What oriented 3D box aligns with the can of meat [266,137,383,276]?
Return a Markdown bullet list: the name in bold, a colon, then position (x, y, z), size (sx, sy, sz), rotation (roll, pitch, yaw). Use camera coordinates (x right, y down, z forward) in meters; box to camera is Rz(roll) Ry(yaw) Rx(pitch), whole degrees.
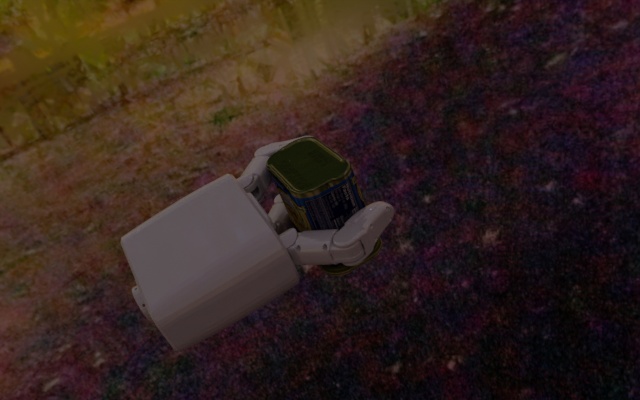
- **can of meat**: position (0.000, 0.001, 0.411), size (0.057, 0.084, 0.102), rotation (-29, 32, -11)
